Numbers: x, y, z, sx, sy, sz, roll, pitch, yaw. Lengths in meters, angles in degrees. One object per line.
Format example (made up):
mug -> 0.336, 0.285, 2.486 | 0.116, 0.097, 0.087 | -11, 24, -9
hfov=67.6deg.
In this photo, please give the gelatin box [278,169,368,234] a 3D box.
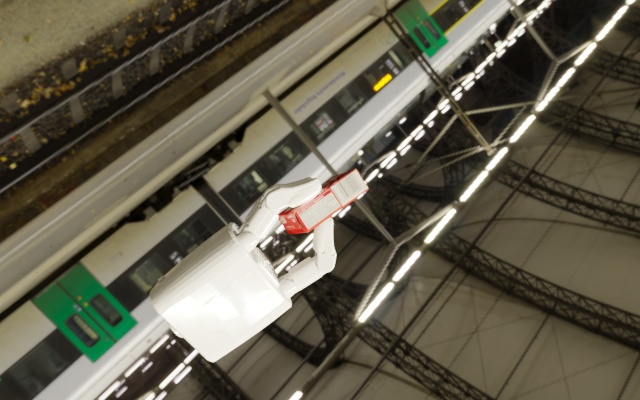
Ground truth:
gelatin box -> 0.001, 0.002, 0.538 | 0.089, 0.030, 0.073 | -35, 7, -17
